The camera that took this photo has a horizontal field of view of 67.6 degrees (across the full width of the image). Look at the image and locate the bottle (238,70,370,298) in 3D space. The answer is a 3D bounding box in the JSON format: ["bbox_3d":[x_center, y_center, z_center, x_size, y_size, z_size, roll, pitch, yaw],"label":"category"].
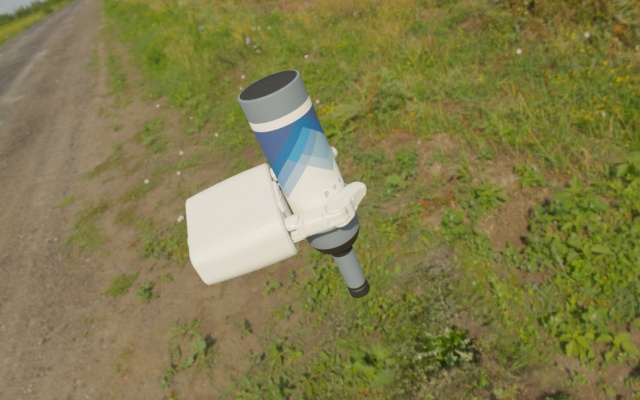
[{"bbox_3d":[0.000,0.002,0.545,0.069,0.296,0.069,-17,32,11],"label":"bottle"}]
